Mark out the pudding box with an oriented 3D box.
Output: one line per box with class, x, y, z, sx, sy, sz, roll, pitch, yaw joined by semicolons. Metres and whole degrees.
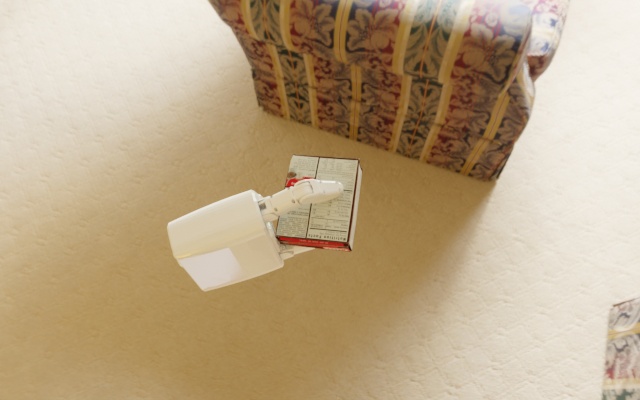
pudding box;0.000;0.002;0.581;0.090;0.113;0.039;6;-19;10
